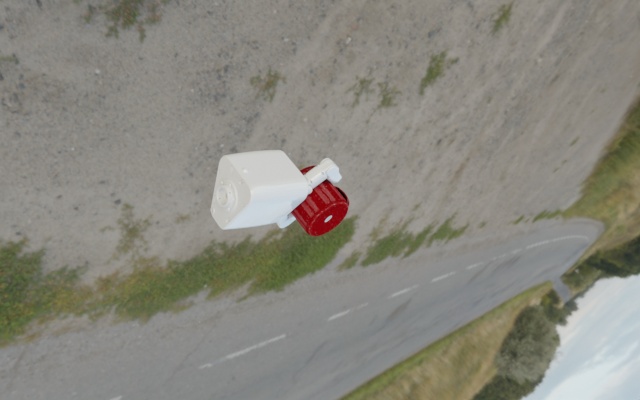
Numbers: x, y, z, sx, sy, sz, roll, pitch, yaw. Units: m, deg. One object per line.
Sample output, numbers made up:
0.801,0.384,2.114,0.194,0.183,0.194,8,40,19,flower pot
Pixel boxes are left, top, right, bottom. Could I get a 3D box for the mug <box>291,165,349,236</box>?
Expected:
0.001,0.003,0.790,0.117,0.093,0.081,-8,50,-44,mug
